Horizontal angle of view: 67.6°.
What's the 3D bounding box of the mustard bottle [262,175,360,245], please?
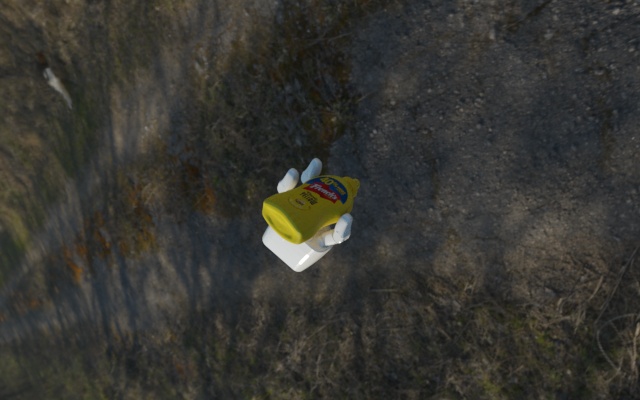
[{"bbox_3d":[0.000,0.003,0.830,0.191,0.058,0.096,-27,52,-38],"label":"mustard bottle"}]
